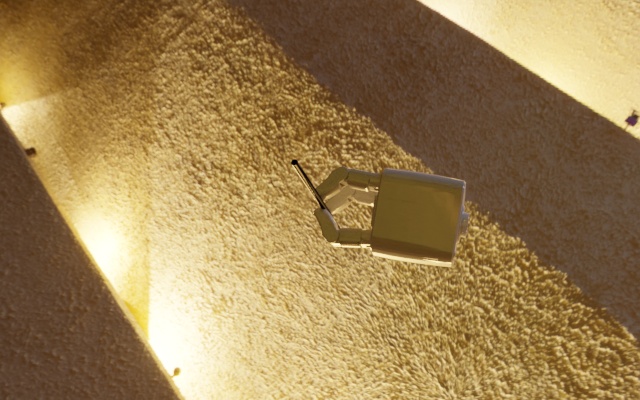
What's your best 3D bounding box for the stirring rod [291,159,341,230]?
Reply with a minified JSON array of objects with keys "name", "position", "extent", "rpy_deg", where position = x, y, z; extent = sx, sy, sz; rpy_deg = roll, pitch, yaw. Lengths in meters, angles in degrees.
[{"name":"stirring rod","position":[0.000,0.002,0.645],"extent":[0.011,0.011,0.240],"rpy_deg":[0,-22,15]}]
